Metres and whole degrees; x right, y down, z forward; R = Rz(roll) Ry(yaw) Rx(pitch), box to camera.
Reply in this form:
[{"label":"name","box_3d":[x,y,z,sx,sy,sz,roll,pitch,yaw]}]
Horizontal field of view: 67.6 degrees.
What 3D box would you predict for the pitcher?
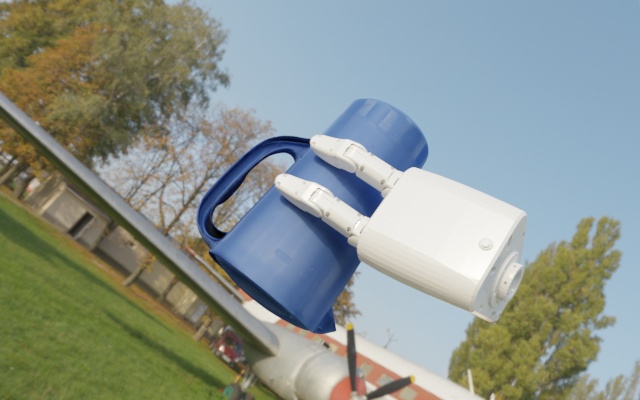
[{"label":"pitcher","box_3d":[0.000,0.002,0.504,0.145,0.242,0.149,24,-23,38]}]
